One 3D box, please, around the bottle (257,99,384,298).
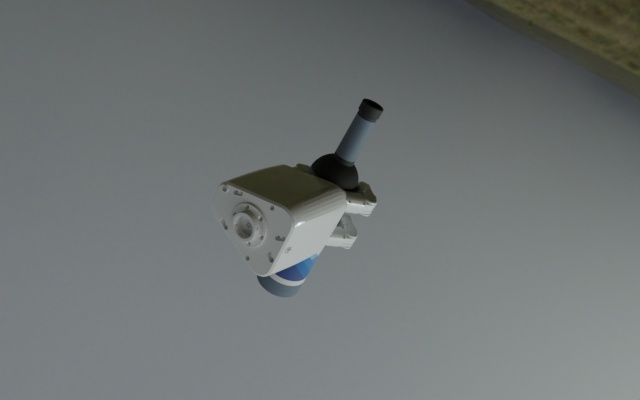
[{"bbox_3d":[0.000,0.002,0.627,0.069,0.296,0.069,22,28,-12],"label":"bottle"}]
